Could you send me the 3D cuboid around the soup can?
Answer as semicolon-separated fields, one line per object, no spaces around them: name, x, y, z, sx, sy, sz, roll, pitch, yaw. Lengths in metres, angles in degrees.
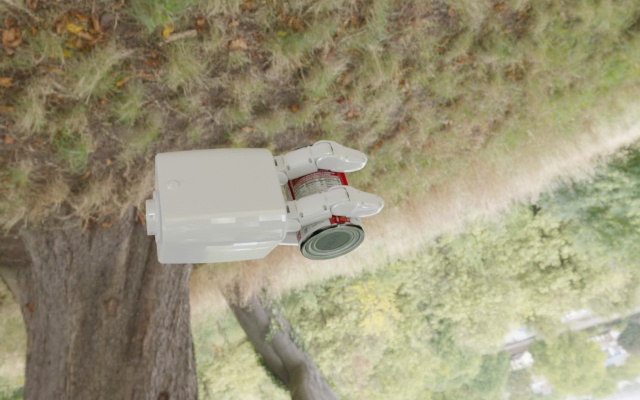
soup can;0.001;0.002;0.493;0.068;0.102;0.068;-12;-32;-8
